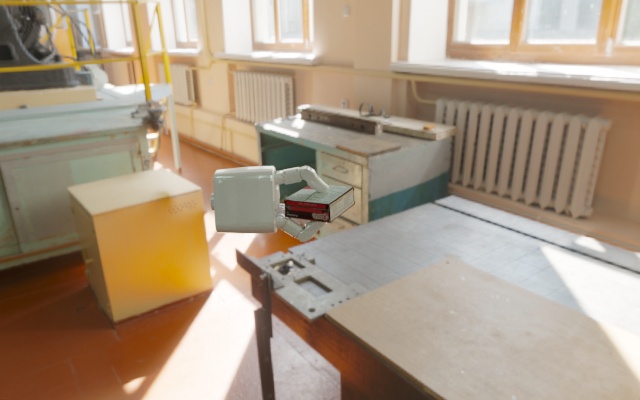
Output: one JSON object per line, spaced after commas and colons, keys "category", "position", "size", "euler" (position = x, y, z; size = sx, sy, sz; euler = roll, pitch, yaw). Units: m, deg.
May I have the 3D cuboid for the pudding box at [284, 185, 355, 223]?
{"category": "pudding box", "position": [0.000, 0.003, 0.857], "size": [0.090, 0.039, 0.113], "euler": [7, 22, 26]}
